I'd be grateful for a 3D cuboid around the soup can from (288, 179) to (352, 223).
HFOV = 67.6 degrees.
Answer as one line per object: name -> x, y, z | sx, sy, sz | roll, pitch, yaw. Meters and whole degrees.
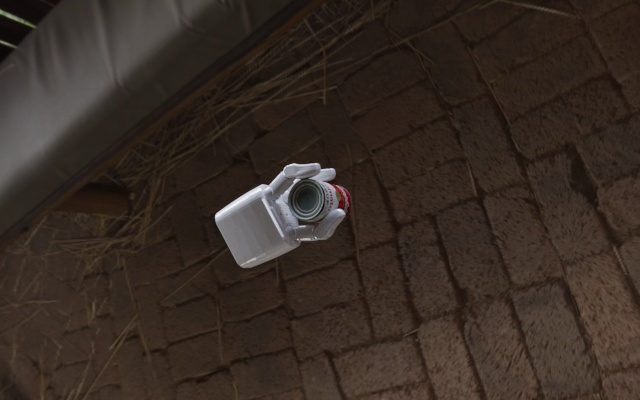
soup can -> 0.000, 0.002, 0.782 | 0.068, 0.068, 0.102 | 0, -5, 28
